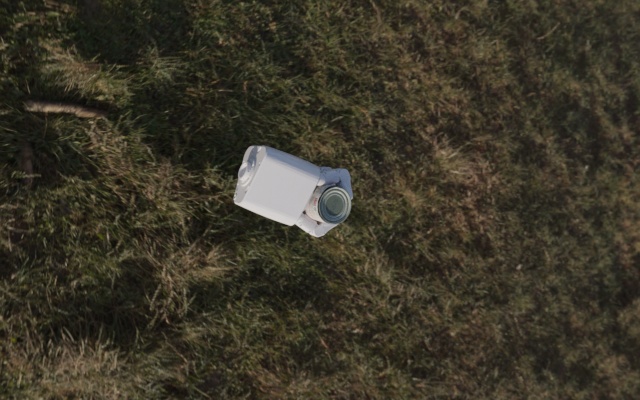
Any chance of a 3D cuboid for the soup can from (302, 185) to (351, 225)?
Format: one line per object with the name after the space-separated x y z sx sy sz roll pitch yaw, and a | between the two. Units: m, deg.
0.001 0.003 0.844 0.068 0.068 0.102 0 6 -30 | soup can
